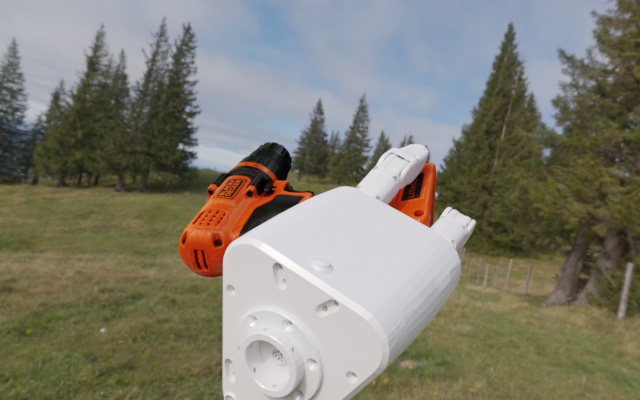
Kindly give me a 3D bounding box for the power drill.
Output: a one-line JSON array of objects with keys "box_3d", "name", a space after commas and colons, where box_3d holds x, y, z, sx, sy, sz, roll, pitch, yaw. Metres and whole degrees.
[{"box_3d": [0.000, 0.001, 0.402, 0.187, 0.057, 0.184, 1, 32, 15], "name": "power drill"}]
